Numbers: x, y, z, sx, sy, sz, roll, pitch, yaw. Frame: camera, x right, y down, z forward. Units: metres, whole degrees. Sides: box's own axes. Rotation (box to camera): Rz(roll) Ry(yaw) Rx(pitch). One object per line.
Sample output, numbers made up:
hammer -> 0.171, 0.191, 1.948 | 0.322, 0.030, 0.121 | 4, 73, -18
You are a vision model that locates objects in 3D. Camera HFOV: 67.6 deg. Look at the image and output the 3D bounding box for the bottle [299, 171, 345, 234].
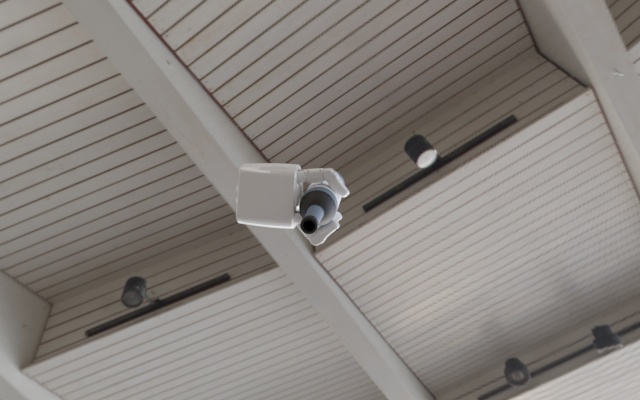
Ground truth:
bottle -> 0.000, 0.003, 0.871 | 0.069, 0.069, 0.295 | 0, 14, 7
